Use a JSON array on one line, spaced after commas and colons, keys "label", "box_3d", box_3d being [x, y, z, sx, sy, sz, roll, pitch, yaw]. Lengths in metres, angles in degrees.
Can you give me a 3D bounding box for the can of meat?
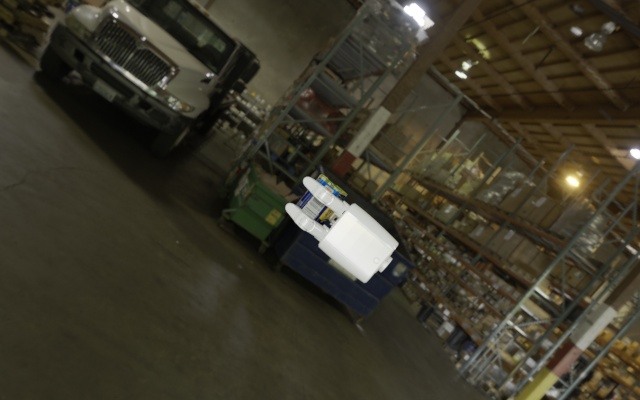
[{"label": "can of meat", "box_3d": [0.000, 0.003, 0.875, 0.057, 0.084, 0.102, 41, 4, 10]}]
